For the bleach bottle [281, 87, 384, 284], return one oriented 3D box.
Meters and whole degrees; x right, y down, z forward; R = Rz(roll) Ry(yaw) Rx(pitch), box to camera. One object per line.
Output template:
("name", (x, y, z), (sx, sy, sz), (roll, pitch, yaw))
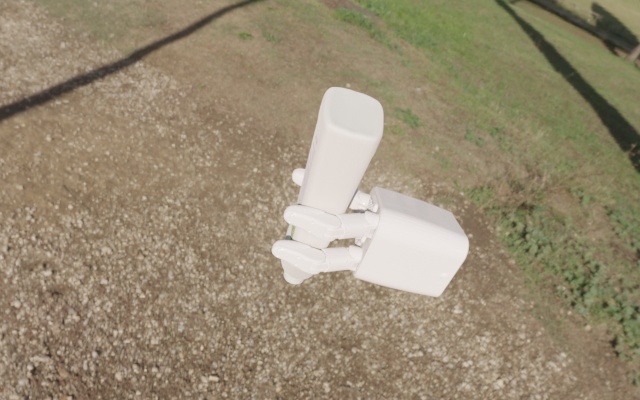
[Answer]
("bleach bottle", (0.000, 0.002, 0.564), (0.068, 0.251, 0.102), (16, 38, -6))
